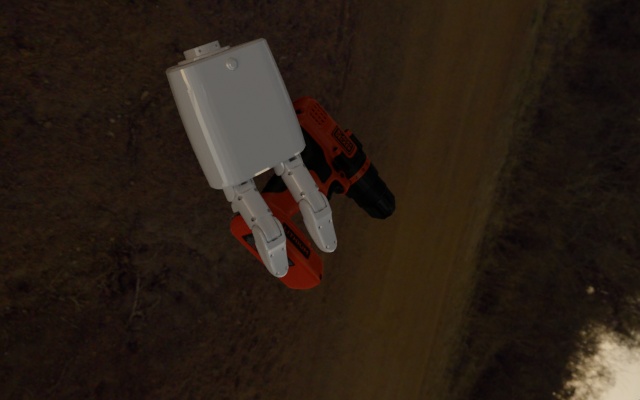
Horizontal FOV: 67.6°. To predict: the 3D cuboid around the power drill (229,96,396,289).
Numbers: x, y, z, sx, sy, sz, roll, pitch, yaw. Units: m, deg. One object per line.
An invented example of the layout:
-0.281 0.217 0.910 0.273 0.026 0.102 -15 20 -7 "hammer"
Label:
0.000 0.002 0.526 0.184 0.187 0.057 46 -41 -20 "power drill"
